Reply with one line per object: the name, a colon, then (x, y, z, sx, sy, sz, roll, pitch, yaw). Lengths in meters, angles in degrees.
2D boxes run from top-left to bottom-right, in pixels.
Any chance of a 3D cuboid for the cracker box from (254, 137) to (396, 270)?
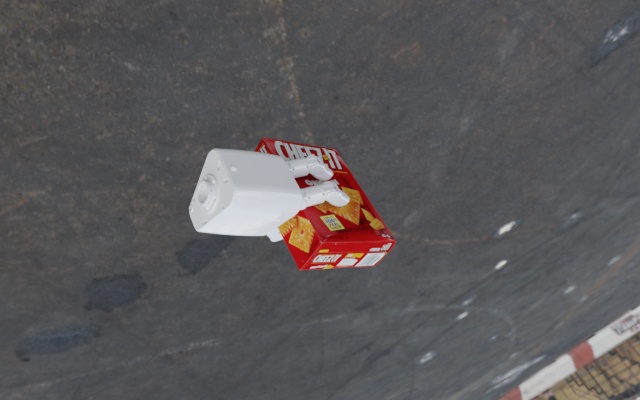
cracker box: (0.000, 0.003, 0.746, 0.164, 0.213, 0.072, 4, -45, -43)
